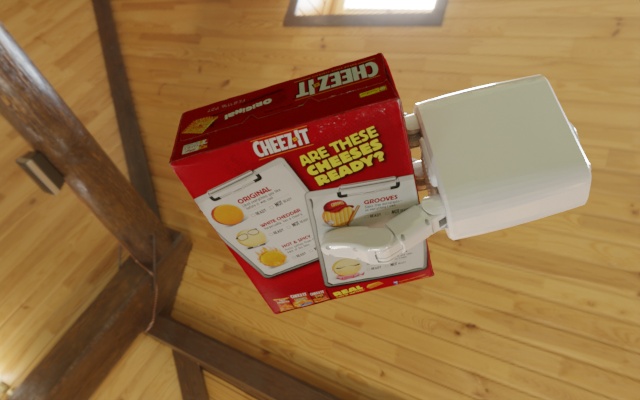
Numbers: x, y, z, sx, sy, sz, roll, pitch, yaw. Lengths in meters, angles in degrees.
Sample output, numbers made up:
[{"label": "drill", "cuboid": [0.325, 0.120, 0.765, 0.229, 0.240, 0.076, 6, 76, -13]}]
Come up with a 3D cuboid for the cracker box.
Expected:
[{"label": "cracker box", "cuboid": [0.000, 0.002, 0.410, 0.164, 0.072, 0.214, -15, -45, 8]}]
